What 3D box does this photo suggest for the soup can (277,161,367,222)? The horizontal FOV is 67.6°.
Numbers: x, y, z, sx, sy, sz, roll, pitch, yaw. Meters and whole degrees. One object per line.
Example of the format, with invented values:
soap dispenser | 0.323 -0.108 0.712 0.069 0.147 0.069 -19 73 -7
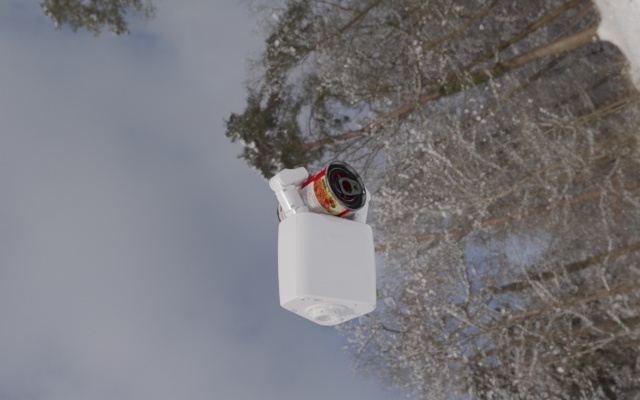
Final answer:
soup can | 0.000 0.002 0.617 0.068 0.068 0.102 0 -25 -46
